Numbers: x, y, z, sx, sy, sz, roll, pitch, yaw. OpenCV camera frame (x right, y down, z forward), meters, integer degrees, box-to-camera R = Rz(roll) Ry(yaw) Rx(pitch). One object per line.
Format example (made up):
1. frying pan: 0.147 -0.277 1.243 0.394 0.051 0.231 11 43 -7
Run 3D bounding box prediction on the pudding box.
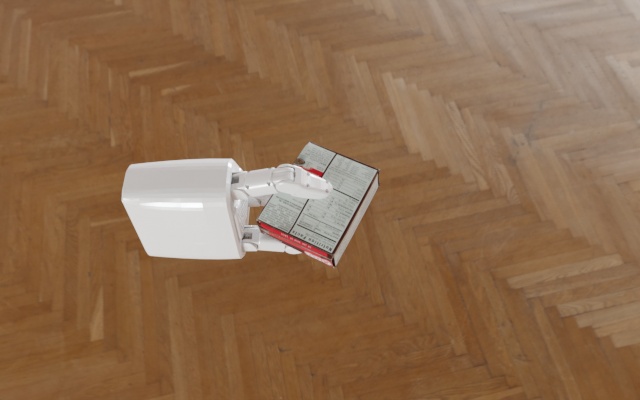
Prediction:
1. pudding box: 0.000 0.002 0.501 0.090 0.113 0.039 24 -22 15
